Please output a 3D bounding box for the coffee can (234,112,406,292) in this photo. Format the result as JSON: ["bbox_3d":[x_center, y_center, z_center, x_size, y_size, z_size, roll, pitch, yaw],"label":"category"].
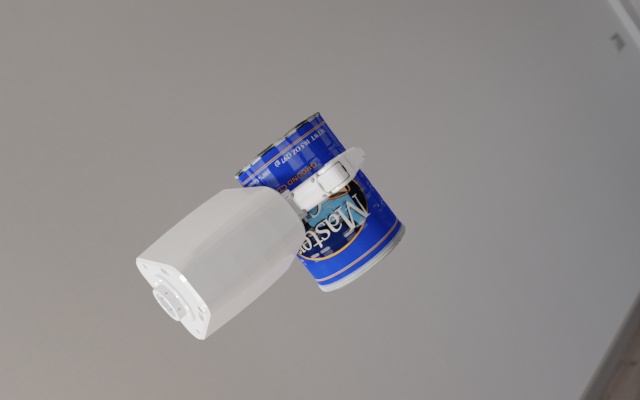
[{"bbox_3d":[0.000,0.002,0.464,0.103,0.140,0.103,-37,5,4],"label":"coffee can"}]
